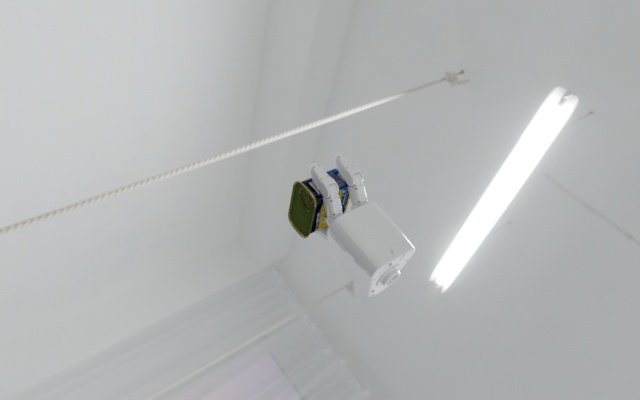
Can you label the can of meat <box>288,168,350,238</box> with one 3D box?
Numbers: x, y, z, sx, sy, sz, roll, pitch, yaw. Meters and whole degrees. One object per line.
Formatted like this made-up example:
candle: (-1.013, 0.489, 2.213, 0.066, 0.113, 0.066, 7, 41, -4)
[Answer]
can of meat: (0.000, 0.003, 0.790, 0.084, 0.102, 0.057, -23, 54, -32)
